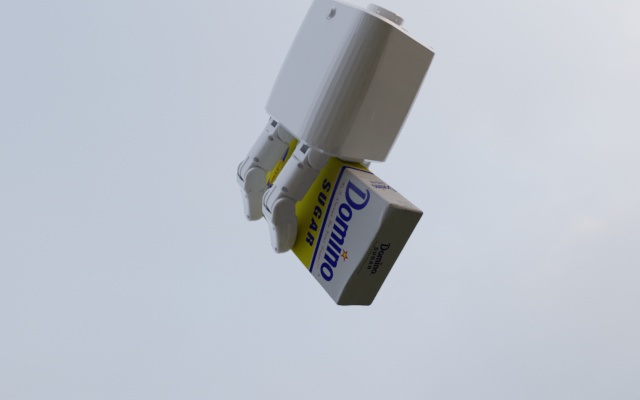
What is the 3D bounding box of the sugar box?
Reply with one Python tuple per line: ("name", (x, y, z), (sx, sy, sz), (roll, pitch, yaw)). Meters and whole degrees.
("sugar box", (0.000, 0.001, 0.420), (0.048, 0.093, 0.176), (12, 22, -39))
